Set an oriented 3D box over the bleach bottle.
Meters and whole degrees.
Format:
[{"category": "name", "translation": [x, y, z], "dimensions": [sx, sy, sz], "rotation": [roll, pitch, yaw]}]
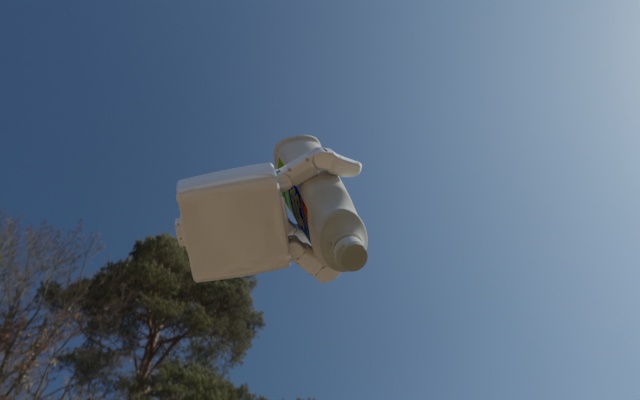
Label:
[{"category": "bleach bottle", "translation": [0.000, 0.002, 0.556], "dimensions": [0.068, 0.103, 0.250], "rotation": [-11, 23, -11]}]
